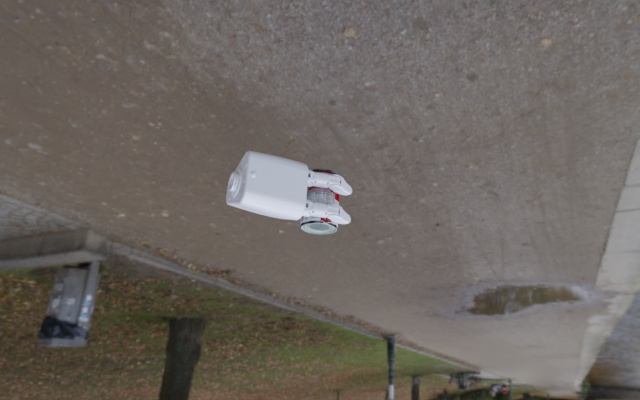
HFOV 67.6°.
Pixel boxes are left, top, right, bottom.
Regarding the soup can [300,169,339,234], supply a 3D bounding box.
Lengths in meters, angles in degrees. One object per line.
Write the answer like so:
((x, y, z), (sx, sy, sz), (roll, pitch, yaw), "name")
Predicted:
((0.001, 0.003, 0.859), (0.068, 0.102, 0.068), (3, -21, 1), "soup can")
